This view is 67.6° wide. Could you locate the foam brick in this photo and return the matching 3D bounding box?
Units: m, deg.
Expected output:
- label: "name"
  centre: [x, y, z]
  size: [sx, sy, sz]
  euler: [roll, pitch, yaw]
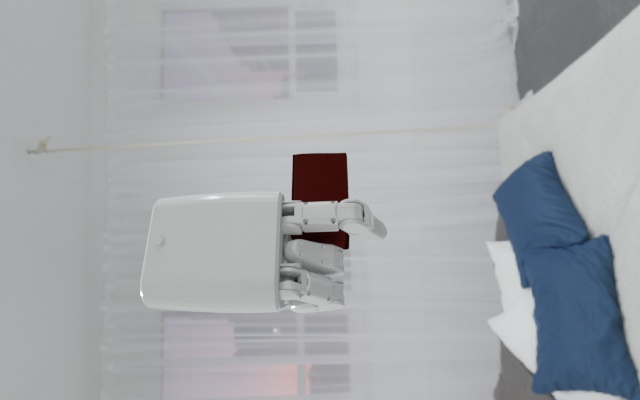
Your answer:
- label: "foam brick"
  centre: [0.000, 0.001, 0.439]
  size: [0.051, 0.078, 0.053]
  euler: [-1, -26, 2]
